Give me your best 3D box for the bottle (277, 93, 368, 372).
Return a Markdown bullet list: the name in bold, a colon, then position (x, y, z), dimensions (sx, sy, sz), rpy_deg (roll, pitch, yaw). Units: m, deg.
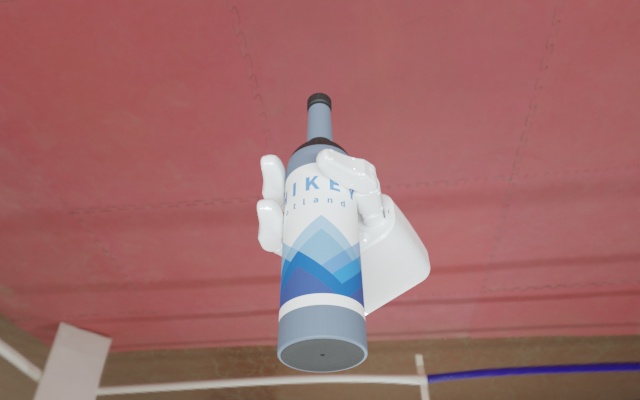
- **bottle**: position (0.000, 0.002, 0.443), dimensions (0.069, 0.295, 0.069), rpy_deg (0, -40, 0)
